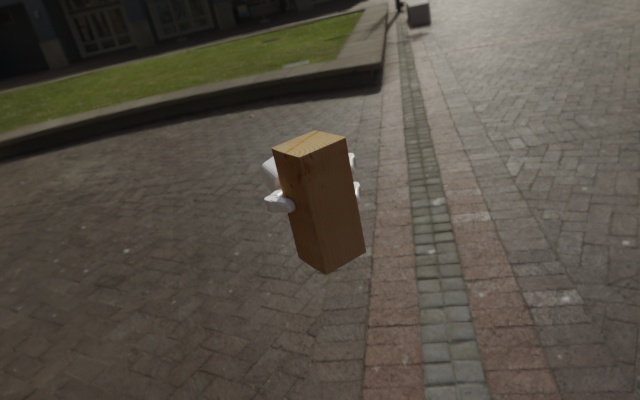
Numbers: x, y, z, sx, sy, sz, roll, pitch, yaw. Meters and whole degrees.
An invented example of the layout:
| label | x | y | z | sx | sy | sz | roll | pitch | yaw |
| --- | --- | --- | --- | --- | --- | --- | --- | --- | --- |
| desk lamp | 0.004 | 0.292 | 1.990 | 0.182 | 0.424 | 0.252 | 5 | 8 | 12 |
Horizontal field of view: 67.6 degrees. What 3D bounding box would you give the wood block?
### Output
| label | x | y | z | sx | sy | sz | roll | pitch | yaw |
| --- | --- | --- | --- | --- | --- | --- | --- | --- | --- |
| wood block | 0.000 | 0.002 | 0.781 | 0.091 | 0.206 | 0.090 | -26 | 27 | -27 |
